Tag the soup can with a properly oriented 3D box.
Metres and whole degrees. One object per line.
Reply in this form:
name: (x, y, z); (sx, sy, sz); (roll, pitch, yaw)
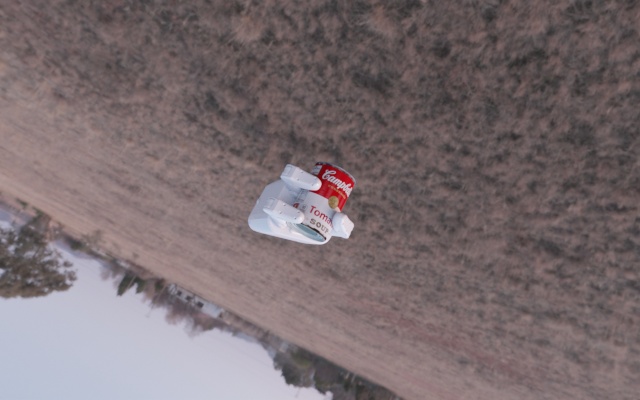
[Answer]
soup can: (0.000, 0.003, 0.712); (0.068, 0.102, 0.068); (25, -16, 8)
